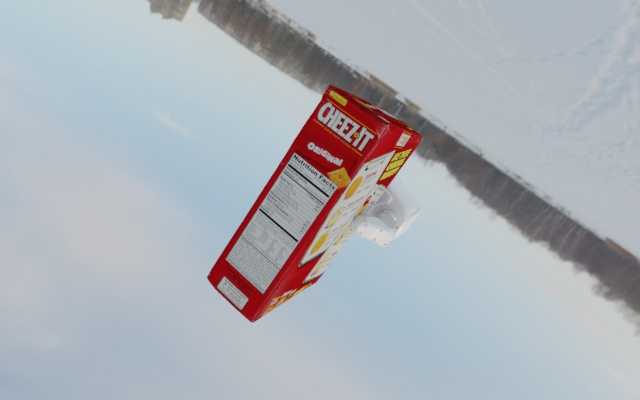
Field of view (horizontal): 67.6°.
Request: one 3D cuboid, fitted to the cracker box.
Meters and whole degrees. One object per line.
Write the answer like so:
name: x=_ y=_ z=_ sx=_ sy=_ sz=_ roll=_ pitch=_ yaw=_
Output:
cracker box: x=0.000 y=0.002 z=0.478 sx=0.072 sy=0.214 sz=0.164 roll=38 pitch=16 yaw=14
